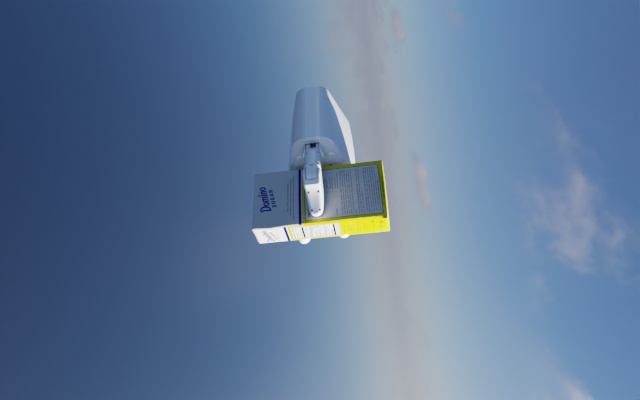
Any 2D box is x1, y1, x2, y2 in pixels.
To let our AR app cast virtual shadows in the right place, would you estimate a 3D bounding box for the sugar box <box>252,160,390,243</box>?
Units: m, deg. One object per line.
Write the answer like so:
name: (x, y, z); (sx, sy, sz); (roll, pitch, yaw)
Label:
sugar box: (0.000, 0.002, 0.640); (0.176, 0.093, 0.048); (-7, -35, 8)
